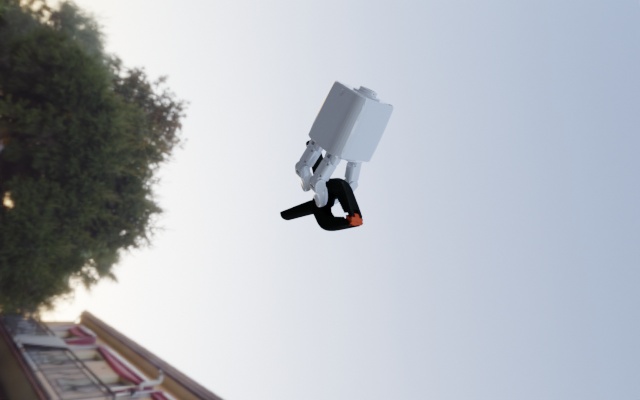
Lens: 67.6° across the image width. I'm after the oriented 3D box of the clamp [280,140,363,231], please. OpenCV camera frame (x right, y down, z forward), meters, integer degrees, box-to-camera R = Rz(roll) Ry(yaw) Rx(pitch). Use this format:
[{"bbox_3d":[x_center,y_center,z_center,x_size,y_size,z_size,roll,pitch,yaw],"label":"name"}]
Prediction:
[{"bbox_3d":[0.001,0.003,0.858,0.036,0.164,0.210,10,24,-38],"label":"clamp"}]
